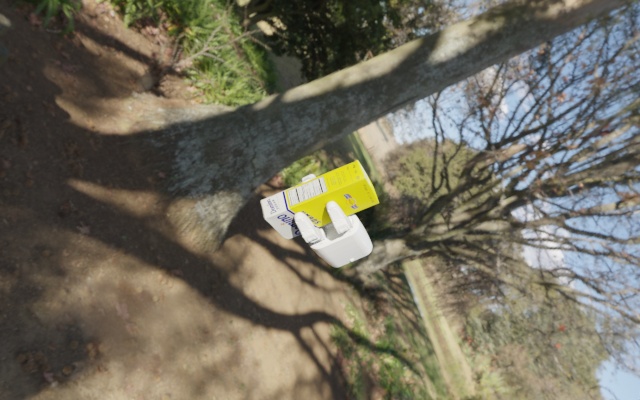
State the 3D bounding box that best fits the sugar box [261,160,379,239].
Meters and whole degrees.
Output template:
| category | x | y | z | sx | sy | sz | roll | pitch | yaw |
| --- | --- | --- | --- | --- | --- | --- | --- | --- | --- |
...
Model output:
| category | x | y | z | sx | sy | sz | roll | pitch | yaw |
| --- | --- | --- | --- | --- | --- | --- | --- | --- | --- |
| sugar box | 0.000 | 0.003 | 0.794 | 0.176 | 0.048 | 0.093 | -25 | -34 | 9 |
